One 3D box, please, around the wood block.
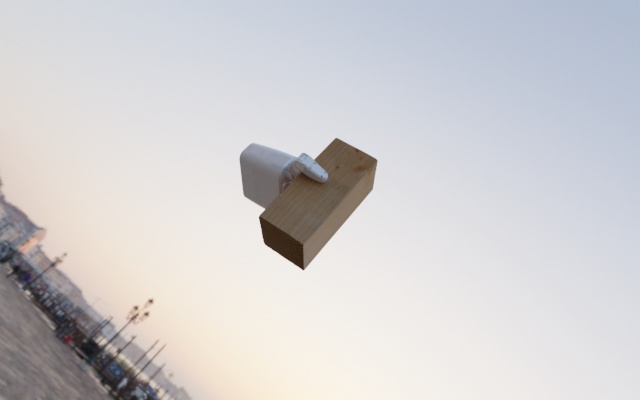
[{"bbox_3d":[0.000,0.002,0.804,0.090,0.206,0.091,31,-29,20],"label":"wood block"}]
